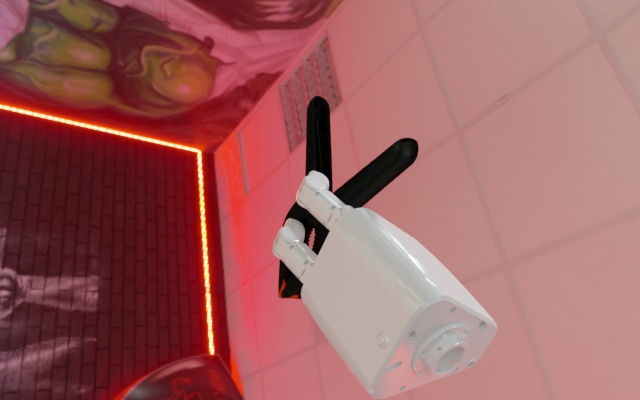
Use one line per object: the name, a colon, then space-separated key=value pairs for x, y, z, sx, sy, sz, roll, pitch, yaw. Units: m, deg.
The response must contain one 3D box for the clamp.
clamp: x=0.001 y=0.002 z=0.483 sx=0.036 sy=0.210 sz=0.164 roll=11 pitch=24 yaw=-35
